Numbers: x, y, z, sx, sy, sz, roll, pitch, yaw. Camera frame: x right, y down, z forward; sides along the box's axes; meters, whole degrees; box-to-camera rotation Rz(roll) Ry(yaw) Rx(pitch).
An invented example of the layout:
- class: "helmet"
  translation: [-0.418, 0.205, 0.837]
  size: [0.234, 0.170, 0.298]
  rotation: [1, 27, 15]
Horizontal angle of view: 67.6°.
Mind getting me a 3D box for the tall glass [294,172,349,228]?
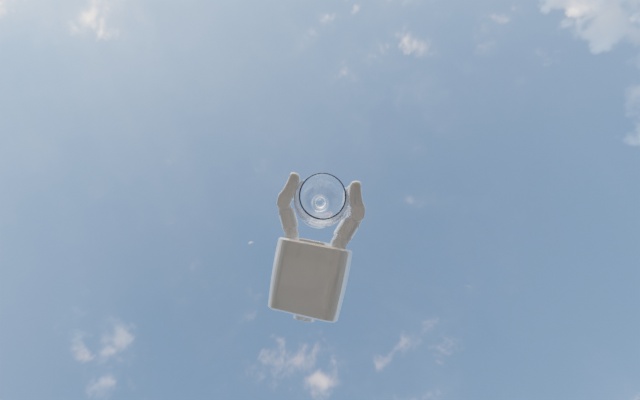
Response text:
- class: "tall glass"
  translation: [0.000, 0.002, 0.714]
  size: [0.079, 0.079, 0.201]
  rotation: [0, -5, -2]
